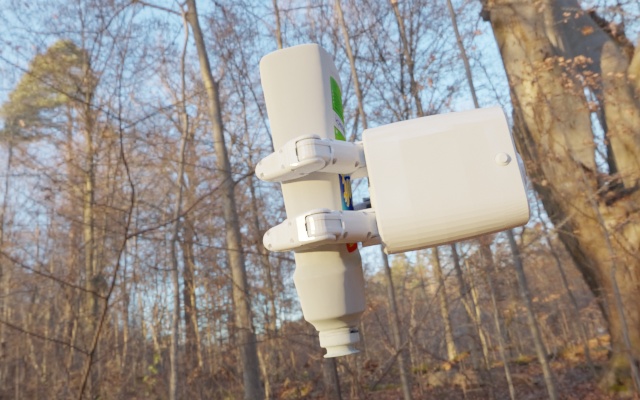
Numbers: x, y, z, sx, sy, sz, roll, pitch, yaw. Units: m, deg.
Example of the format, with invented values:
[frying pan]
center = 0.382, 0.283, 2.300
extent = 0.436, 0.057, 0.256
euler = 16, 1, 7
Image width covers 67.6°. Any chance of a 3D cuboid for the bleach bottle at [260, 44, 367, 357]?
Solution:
[bleach bottle]
center = 0.000, 0.001, 0.409
extent = 0.068, 0.250, 0.102
euler = -11, -14, 10
